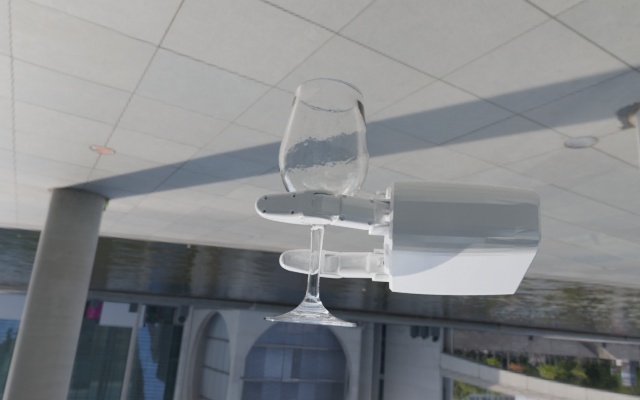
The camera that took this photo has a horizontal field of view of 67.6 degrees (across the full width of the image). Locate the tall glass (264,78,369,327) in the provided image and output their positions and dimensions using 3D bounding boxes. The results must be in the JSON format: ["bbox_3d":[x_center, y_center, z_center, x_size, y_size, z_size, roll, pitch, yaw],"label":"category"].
[{"bbox_3d":[0.000,0.002,0.403,0.079,0.201,0.079,4,-15,1],"label":"tall glass"}]
